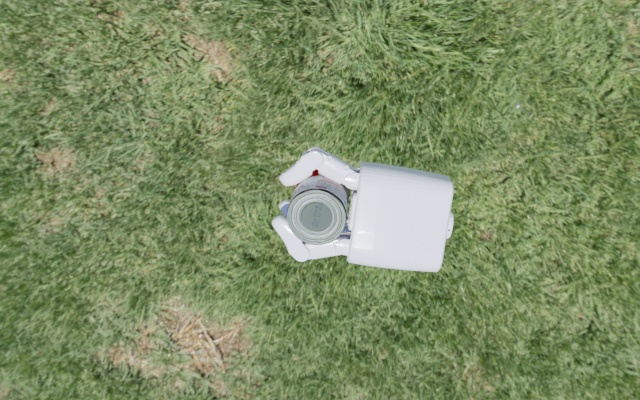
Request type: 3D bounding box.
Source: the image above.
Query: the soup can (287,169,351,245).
[{"bbox_3d":[0.000,0.002,0.561,0.068,0.068,0.102,0,20,5],"label":"soup can"}]
